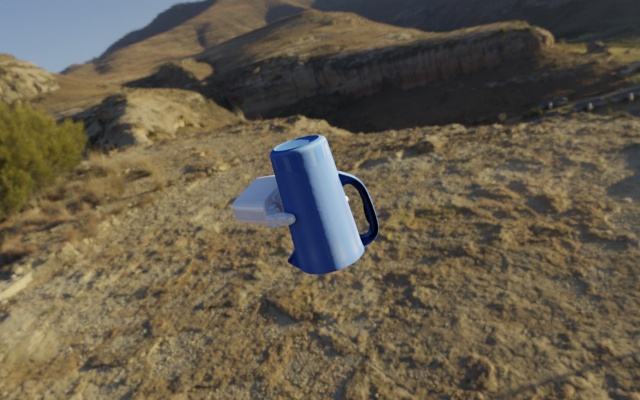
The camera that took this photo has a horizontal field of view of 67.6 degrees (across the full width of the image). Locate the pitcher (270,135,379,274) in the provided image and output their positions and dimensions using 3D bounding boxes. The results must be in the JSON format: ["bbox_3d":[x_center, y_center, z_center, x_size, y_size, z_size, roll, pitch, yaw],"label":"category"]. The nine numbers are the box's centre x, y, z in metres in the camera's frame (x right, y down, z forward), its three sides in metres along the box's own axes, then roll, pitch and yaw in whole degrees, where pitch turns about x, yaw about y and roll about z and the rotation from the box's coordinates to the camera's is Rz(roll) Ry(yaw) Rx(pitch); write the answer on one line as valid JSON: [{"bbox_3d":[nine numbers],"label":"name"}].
[{"bbox_3d":[0.000,0.003,0.900,0.145,0.243,0.149,1,24,43],"label":"pitcher"}]
